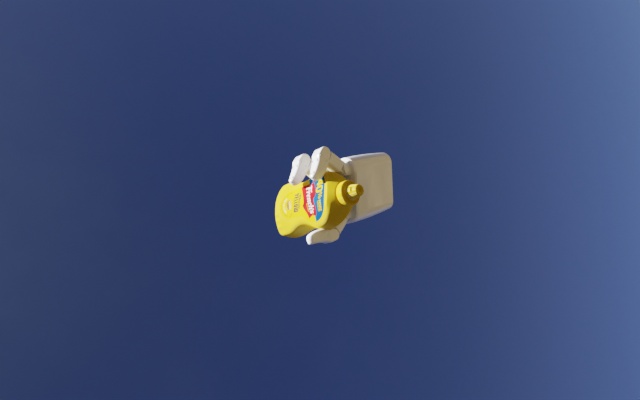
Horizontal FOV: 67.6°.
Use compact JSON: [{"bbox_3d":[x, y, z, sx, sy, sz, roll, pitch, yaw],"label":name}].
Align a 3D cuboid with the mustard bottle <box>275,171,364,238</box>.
[{"bbox_3d":[0.000,0.003,0.799,0.058,0.096,0.191,17,-22,-37],"label":"mustard bottle"}]
